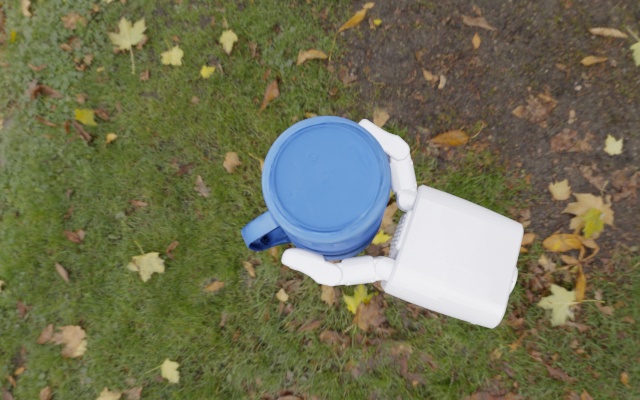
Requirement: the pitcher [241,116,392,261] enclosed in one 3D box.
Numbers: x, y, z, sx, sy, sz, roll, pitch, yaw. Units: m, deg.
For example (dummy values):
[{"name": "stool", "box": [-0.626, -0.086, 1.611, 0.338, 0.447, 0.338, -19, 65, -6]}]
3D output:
[{"name": "pitcher", "box": [0.000, 0.002, 0.503, 0.145, 0.149, 0.243, 20, -6, 5]}]
